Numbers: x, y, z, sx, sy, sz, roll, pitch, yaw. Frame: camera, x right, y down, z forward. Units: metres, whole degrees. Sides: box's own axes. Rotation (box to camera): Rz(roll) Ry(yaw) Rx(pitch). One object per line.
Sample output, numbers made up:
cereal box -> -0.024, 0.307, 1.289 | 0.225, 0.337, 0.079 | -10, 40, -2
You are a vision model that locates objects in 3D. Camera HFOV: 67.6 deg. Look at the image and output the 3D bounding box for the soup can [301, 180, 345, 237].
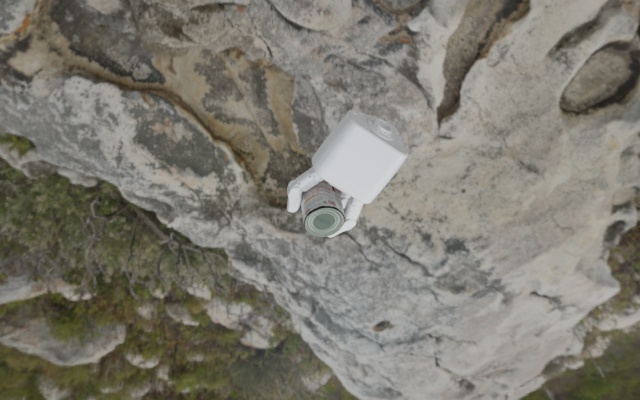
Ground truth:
soup can -> 0.000, 0.003, 0.801 | 0.068, 0.069, 0.102 | 0, 41, -10
